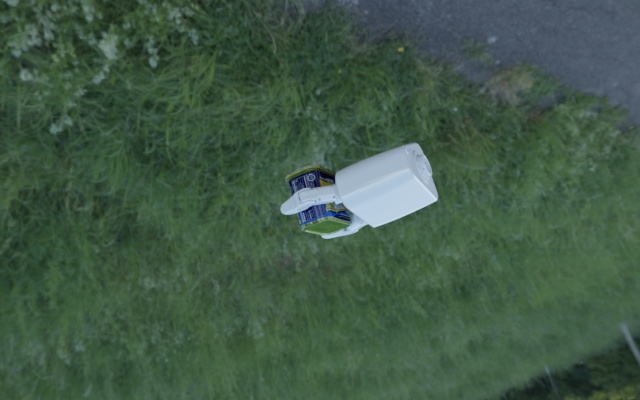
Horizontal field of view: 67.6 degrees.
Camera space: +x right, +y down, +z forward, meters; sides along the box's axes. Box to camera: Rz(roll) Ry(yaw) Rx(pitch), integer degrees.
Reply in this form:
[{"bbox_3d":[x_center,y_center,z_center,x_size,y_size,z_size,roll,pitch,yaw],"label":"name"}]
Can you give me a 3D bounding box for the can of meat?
[{"bbox_3d":[0.000,0.003,0.716,0.057,0.084,0.102,-23,-18,22],"label":"can of meat"}]
